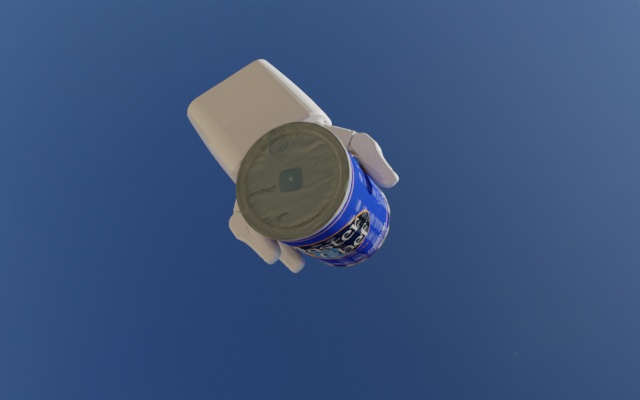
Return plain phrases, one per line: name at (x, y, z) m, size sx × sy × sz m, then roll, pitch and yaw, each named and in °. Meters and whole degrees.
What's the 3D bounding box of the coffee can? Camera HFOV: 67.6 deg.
coffee can at (0.000, 0.002, 0.451) m, size 0.103 × 0.102 × 0.140 m, roll 0°, pitch -16°, yaw 22°
